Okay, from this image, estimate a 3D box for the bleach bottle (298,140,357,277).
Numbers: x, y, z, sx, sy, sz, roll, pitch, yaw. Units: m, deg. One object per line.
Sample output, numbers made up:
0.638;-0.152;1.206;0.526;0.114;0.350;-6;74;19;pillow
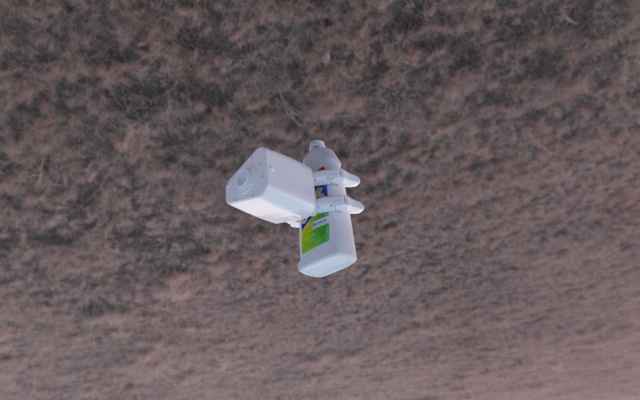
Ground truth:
0.000;0.003;0.863;0.102;0.250;0.068;-29;-36;33;bleach bottle
